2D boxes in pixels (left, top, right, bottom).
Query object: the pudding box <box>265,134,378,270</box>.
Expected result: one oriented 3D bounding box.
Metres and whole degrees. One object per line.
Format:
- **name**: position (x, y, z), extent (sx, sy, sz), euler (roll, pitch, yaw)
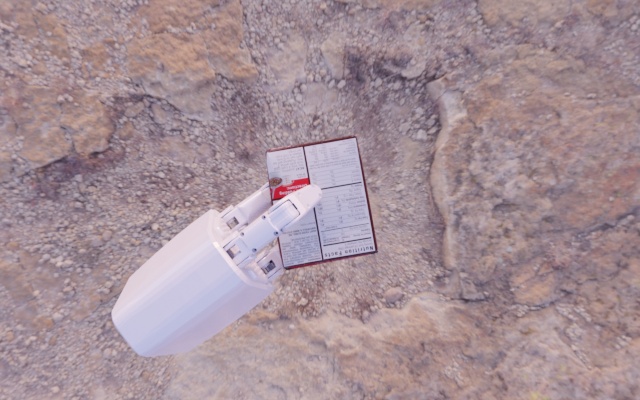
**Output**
- **pudding box**: position (0.000, 0.001, 0.446), extent (0.090, 0.113, 0.039), euler (-10, 0, -1)
